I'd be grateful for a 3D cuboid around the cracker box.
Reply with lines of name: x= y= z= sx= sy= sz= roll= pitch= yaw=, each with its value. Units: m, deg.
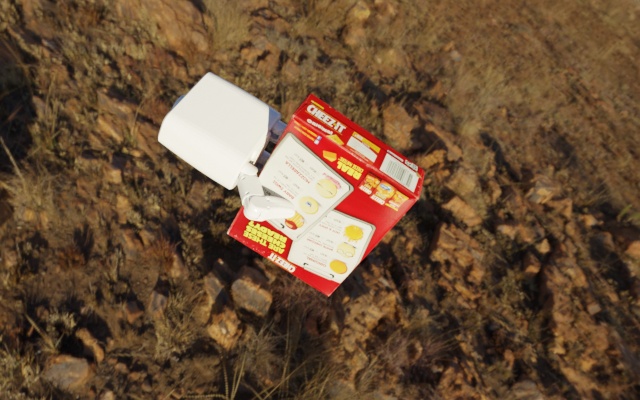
cracker box: x=0.000 y=0.002 z=0.594 sx=0.164 sy=0.214 sz=0.072 roll=33 pitch=40 yaw=-3
